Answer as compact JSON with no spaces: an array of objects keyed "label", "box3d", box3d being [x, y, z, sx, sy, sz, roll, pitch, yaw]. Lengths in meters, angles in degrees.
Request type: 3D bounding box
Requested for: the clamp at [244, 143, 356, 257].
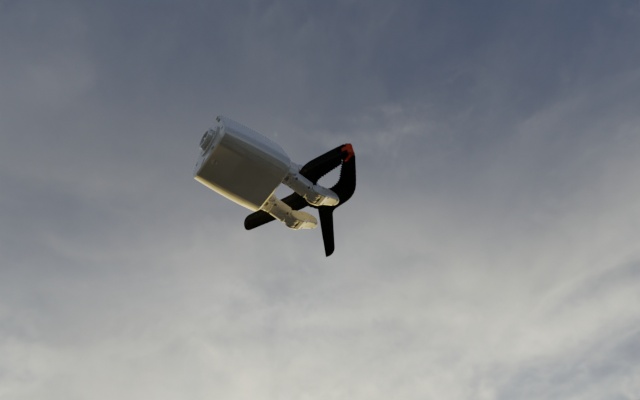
[{"label":"clamp","box3d":[0.000,0.002,0.757,0.164,0.210,0.036,27,29,-27]}]
